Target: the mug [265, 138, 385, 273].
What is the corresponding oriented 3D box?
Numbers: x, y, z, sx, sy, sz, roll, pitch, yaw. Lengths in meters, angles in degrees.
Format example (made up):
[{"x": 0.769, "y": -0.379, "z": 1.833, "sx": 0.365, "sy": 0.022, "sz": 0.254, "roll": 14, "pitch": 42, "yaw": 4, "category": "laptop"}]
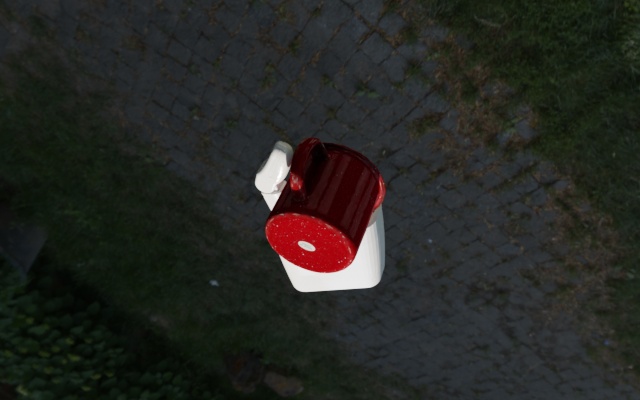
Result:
[{"x": 0.000, "y": 0.000, "z": 0.414, "sx": 0.093, "sy": 0.117, "sz": 0.081, "roll": 5, "pitch": 46, "yaw": 22, "category": "mug"}]
